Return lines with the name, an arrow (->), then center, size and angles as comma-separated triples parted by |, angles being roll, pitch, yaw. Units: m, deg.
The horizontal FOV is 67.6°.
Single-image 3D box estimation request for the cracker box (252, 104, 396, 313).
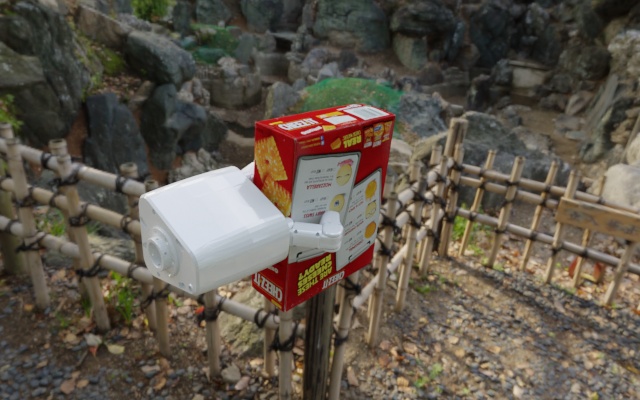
cracker box -> 0.000, 0.002, 0.571 | 0.072, 0.214, 0.164 | 29, 35, 36
